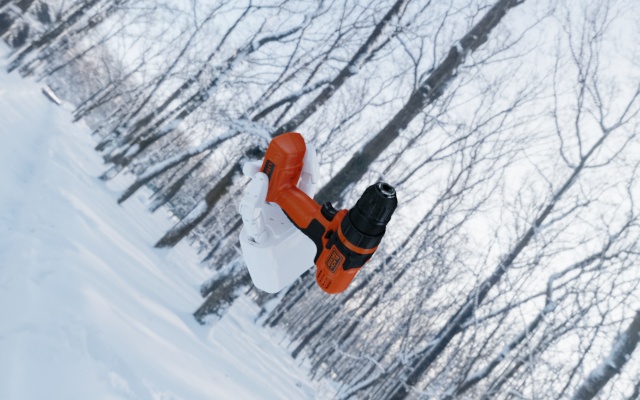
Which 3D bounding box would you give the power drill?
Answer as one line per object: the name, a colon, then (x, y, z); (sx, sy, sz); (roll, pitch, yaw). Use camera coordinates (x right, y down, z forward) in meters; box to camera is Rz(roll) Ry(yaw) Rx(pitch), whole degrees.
power drill: (0.000, 0.002, 0.592); (0.057, 0.187, 0.184); (-17, -33, -39)
